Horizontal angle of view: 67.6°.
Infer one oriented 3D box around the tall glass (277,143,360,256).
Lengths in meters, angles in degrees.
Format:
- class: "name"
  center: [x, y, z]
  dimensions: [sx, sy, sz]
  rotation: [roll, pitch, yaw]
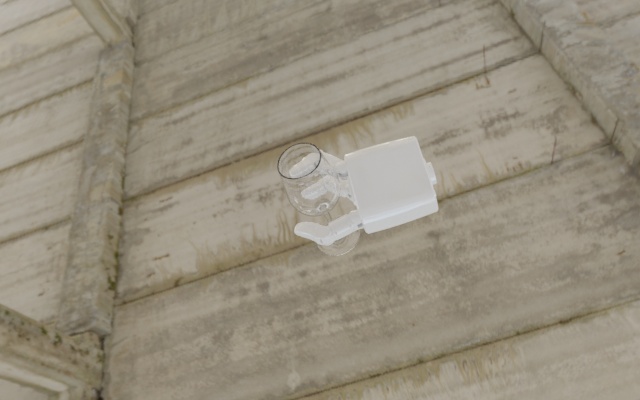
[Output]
- class: "tall glass"
  center: [0.000, 0.003, 0.704]
  dimensions: [0.079, 0.079, 0.201]
  rotation: [0, -33, 21]
